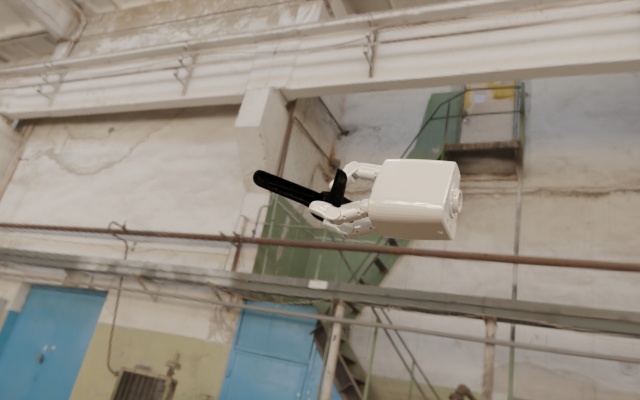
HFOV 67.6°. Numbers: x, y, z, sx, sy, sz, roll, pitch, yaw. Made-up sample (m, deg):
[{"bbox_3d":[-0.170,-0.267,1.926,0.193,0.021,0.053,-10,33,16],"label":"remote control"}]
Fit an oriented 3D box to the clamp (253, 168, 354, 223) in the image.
[{"bbox_3d":[0.001,0.002,0.769,0.164,0.036,0.210,6,-22,29],"label":"clamp"}]
